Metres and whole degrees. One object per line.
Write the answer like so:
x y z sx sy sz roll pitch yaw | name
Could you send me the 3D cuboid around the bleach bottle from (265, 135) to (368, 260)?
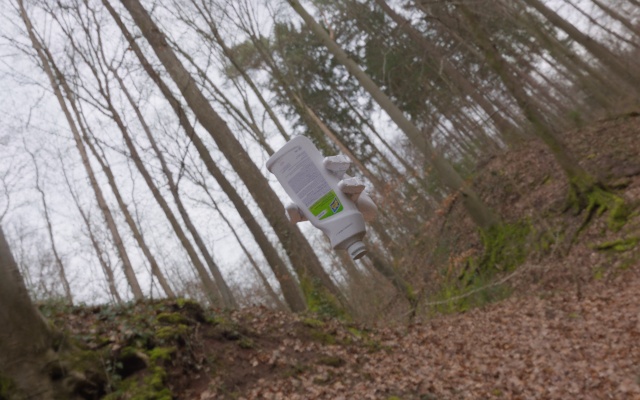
0.000 0.003 0.865 0.102 0.250 0.068 -40 -25 15 | bleach bottle
